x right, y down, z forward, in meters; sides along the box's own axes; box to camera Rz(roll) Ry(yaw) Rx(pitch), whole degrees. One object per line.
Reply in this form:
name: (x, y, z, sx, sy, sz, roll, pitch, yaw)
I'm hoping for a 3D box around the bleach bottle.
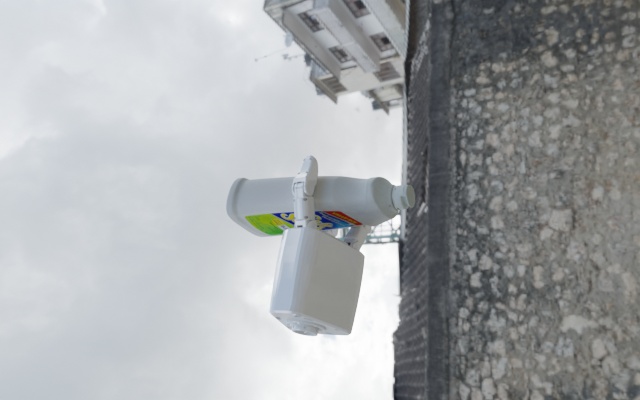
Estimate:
bleach bottle: (0.000, 0.002, 0.643, 0.251, 0.068, 0.103, -6, -31, 31)
